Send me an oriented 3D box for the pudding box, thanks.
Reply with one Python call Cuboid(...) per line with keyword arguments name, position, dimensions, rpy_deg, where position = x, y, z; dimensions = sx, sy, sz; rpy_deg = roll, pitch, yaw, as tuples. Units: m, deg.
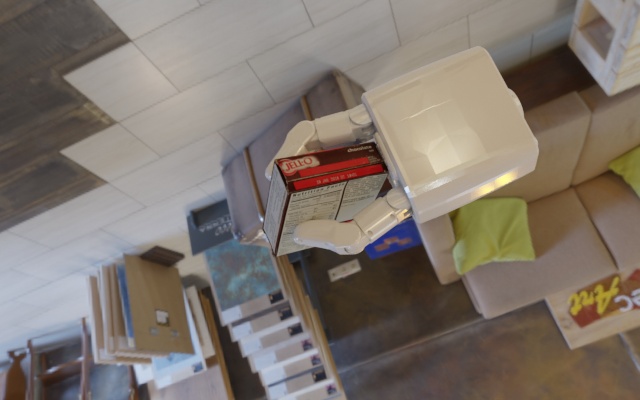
Cuboid(name="pudding box", position=(0.000, 0.002, 0.421), dimensions=(0.090, 0.039, 0.114), rpy_deg=(-12, -32, -20))
